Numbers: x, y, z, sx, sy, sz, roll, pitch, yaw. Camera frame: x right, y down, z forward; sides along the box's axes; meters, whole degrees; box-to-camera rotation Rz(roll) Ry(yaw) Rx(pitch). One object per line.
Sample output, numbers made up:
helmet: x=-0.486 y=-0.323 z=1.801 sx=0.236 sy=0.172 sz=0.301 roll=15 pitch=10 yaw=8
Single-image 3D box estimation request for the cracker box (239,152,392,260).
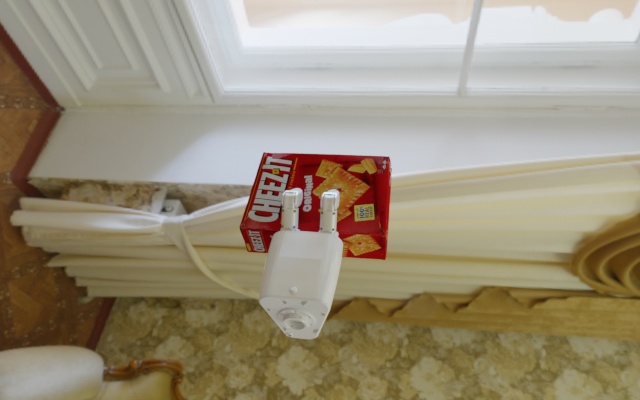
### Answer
cracker box: x=0.000 y=0.003 z=0.743 sx=0.213 sy=0.164 sz=0.072 roll=3 pitch=-41 yaw=9
